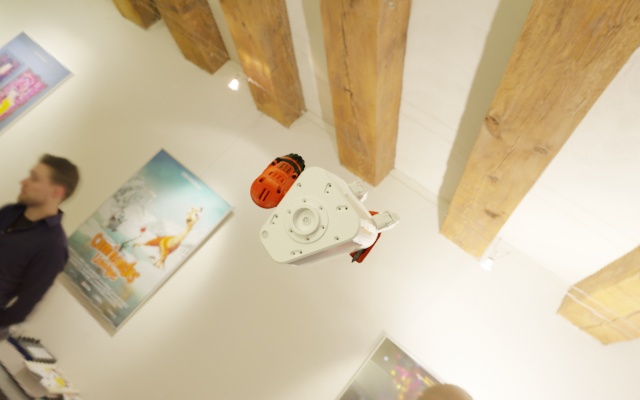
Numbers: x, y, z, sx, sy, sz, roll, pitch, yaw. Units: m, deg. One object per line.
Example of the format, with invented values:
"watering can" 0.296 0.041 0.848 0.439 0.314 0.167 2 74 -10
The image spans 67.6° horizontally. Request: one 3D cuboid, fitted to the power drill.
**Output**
"power drill" 0.000 0.003 0.694 0.187 0.057 0.184 31 22 0
